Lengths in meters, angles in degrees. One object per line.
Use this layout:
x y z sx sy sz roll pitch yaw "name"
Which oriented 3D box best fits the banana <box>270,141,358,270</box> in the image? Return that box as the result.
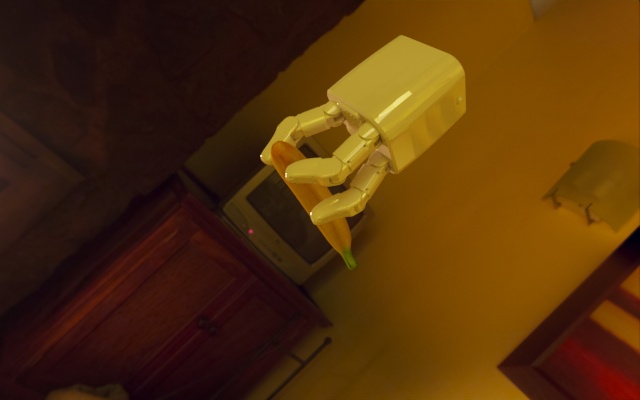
-0.006 -0.004 0.549 0.037 0.198 0.069 -37 35 -3 "banana"
